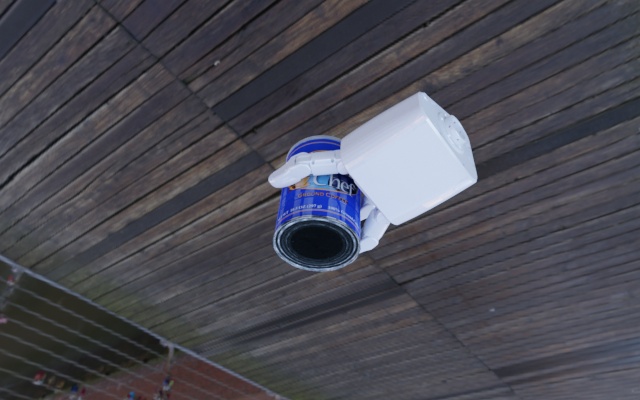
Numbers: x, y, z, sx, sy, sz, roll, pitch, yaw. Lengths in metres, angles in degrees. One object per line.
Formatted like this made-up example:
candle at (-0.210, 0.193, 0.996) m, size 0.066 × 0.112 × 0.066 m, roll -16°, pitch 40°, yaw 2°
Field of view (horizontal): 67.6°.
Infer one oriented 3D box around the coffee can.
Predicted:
coffee can at (0.000, 0.002, 0.598) m, size 0.103 × 0.140 × 0.103 m, roll 3°, pitch -43°, yaw 3°
